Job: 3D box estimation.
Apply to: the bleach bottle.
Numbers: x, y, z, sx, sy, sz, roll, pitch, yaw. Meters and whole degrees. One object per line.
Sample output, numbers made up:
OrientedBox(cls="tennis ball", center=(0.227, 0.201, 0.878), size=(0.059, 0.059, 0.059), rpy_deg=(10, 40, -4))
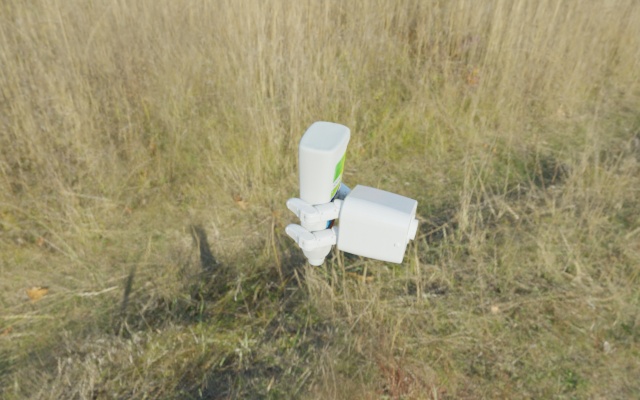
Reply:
OrientedBox(cls="bleach bottle", center=(0.000, 0.003, 0.801), size=(0.068, 0.251, 0.102), rpy_deg=(13, 37, 13))
